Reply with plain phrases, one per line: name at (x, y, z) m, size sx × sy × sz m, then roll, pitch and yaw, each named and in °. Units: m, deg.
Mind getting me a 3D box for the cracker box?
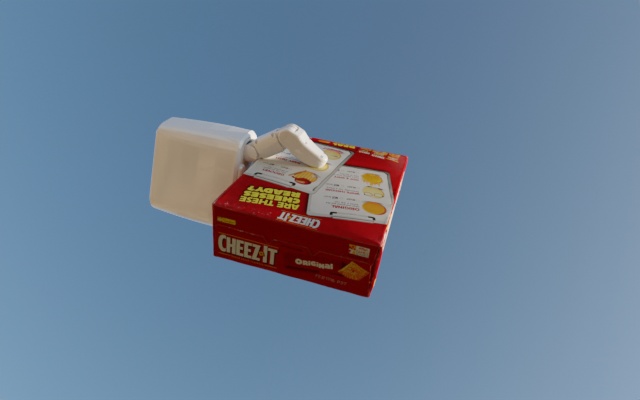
cracker box at (0.000, 0.002, 0.533) m, size 0.164 × 0.072 × 0.213 m, roll 13°, pitch 30°, yaw 10°
